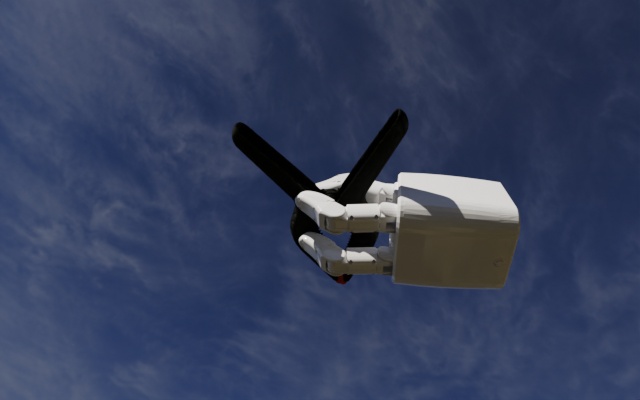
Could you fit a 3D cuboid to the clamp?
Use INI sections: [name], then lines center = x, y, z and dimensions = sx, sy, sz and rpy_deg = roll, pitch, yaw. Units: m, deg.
[clamp]
center = 0.000, 0.002, 0.492
dimensions = 0.164, 0.210, 0.036
rpy_deg = 3, 37, 7
